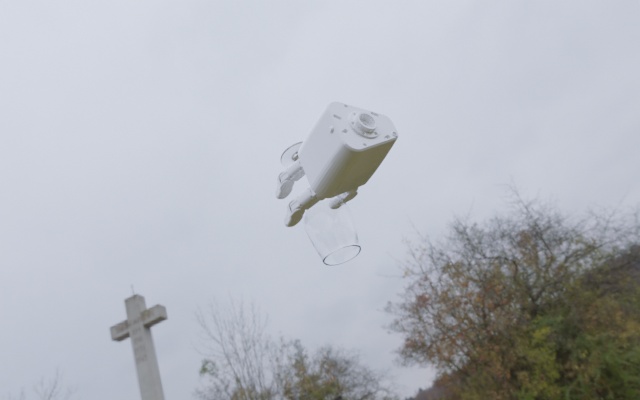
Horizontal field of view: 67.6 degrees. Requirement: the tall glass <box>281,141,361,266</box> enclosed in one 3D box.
[{"bbox_3d":[0.000,0.002,0.770,0.079,0.201,0.079,-17,-28,-9],"label":"tall glass"}]
